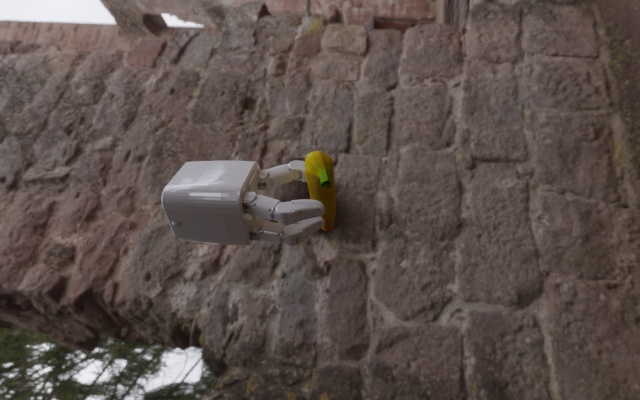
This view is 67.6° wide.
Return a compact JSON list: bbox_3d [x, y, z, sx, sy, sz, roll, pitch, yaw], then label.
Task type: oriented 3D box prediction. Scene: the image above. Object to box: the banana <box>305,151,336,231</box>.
[{"bbox_3d":[0.000,-0.017,0.633,0.037,0.069,0.198,0,-19,3],"label":"banana"}]
